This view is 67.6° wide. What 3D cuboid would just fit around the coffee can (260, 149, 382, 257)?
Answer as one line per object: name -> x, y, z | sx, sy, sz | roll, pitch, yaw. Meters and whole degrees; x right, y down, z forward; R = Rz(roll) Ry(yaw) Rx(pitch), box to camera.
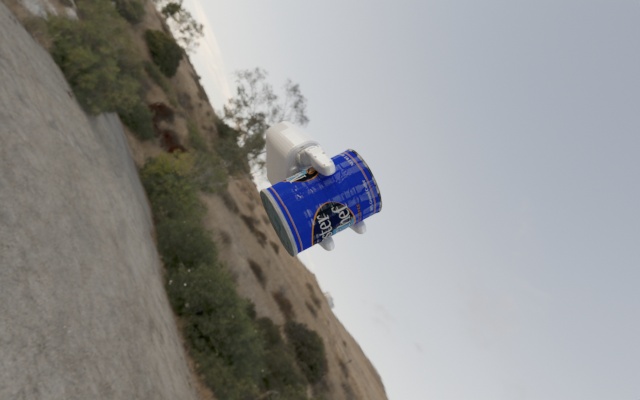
coffee can -> 0.000, 0.002, 0.671 | 0.140, 0.103, 0.103 | -26, 6, -13
